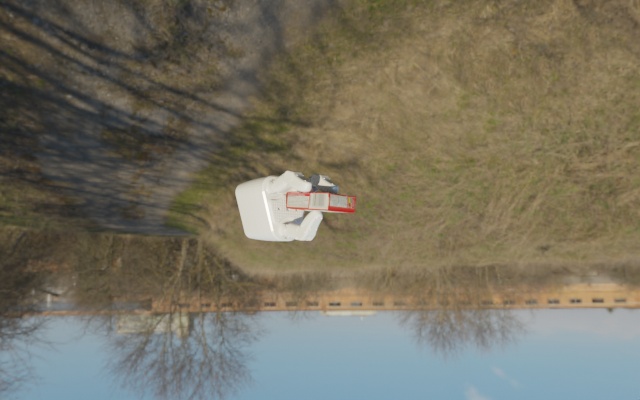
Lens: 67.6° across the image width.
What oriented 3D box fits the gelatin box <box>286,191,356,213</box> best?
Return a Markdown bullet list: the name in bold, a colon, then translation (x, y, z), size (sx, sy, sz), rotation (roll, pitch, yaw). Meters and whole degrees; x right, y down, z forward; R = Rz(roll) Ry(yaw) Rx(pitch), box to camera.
- **gelatin box**: translation (0.000, 0.003, 0.765), size (0.089, 0.030, 0.073), rotation (2, -3, 39)
